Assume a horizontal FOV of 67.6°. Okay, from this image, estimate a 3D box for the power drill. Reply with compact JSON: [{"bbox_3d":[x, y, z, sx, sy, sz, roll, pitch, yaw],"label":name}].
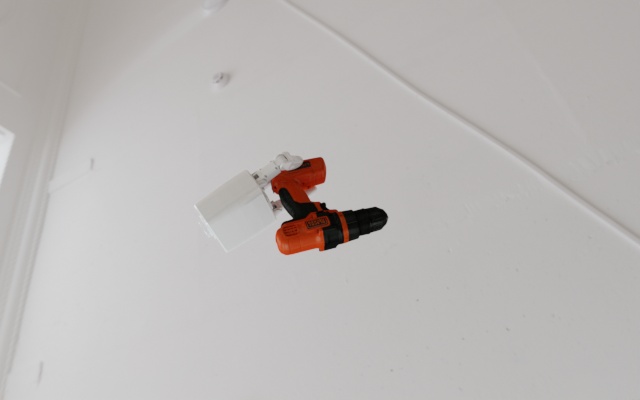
[{"bbox_3d":[0.000,0.002,0.807,0.184,0.057,0.187,-12,41,-12],"label":"power drill"}]
